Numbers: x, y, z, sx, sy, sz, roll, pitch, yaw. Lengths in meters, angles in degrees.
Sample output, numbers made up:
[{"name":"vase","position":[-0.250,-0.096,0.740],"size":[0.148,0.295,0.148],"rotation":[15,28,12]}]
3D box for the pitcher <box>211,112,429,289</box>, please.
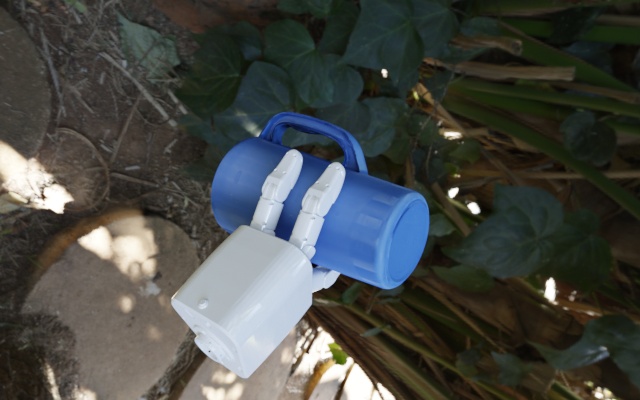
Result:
[{"name":"pitcher","position":[0.000,0.002,0.561],"size":[0.243,0.149,0.145],"rotation":[19,49,34]}]
